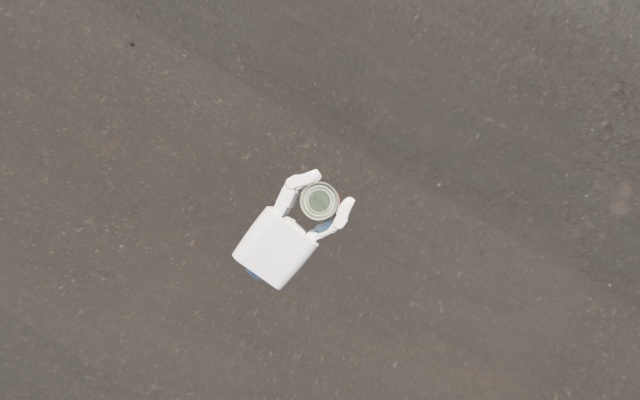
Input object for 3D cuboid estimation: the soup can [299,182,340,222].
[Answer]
[{"bbox_3d":[0.001,0.002,0.841,0.068,0.068,0.102,0,-1,4],"label":"soup can"}]
